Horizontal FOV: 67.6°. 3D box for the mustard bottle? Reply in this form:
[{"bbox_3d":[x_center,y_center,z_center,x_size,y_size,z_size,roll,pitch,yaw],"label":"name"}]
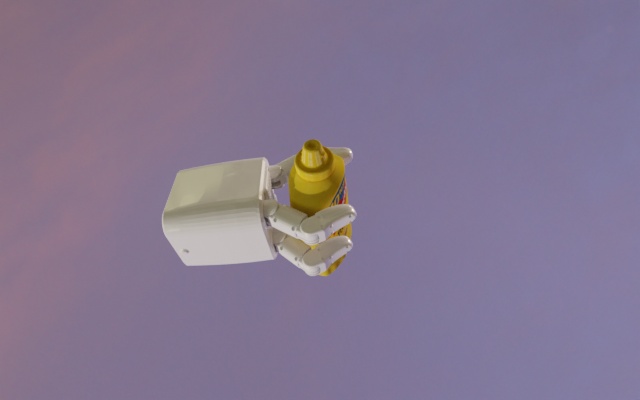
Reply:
[{"bbox_3d":[0.000,0.002,0.545,0.058,0.096,0.192,14,-33,17],"label":"mustard bottle"}]
